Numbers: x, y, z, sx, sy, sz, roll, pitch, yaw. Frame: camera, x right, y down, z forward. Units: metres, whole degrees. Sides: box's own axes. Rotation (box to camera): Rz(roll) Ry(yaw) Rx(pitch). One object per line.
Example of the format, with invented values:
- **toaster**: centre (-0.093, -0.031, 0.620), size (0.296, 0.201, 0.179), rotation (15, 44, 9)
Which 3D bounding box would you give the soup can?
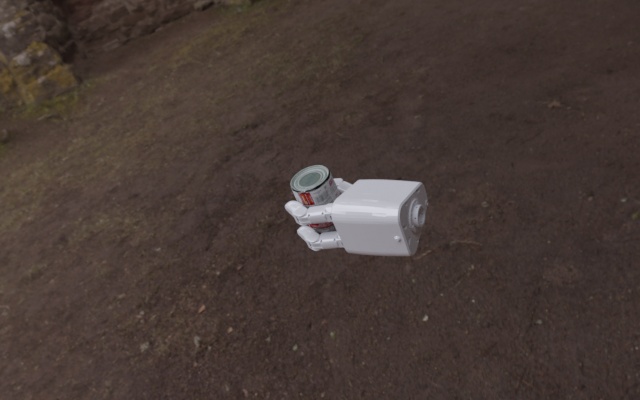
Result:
- **soup can**: centre (0.000, 0.002, 0.772), size (0.068, 0.102, 0.068), rotation (-16, 35, 12)
